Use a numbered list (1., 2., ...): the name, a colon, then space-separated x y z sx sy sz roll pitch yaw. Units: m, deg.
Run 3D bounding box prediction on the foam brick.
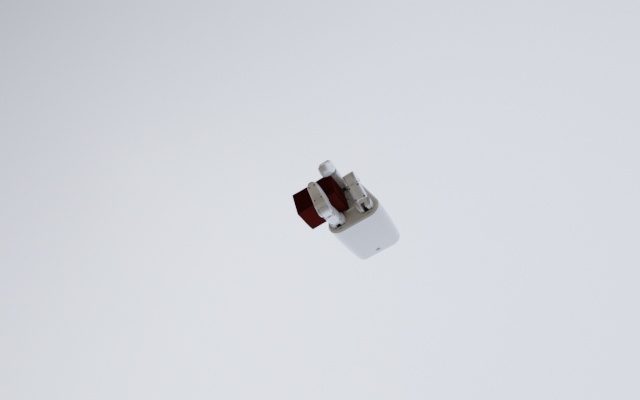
1. foam brick: 0.000 0.003 0.826 0.078 0.053 0.051 -30 -47 13
